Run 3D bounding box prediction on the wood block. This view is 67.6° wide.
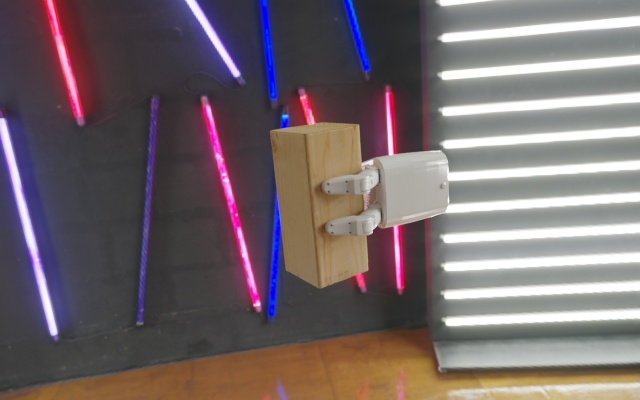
[{"bbox_3d":[0.000,0.002,0.662,0.090,0.206,0.091,-15,18,-32],"label":"wood block"}]
